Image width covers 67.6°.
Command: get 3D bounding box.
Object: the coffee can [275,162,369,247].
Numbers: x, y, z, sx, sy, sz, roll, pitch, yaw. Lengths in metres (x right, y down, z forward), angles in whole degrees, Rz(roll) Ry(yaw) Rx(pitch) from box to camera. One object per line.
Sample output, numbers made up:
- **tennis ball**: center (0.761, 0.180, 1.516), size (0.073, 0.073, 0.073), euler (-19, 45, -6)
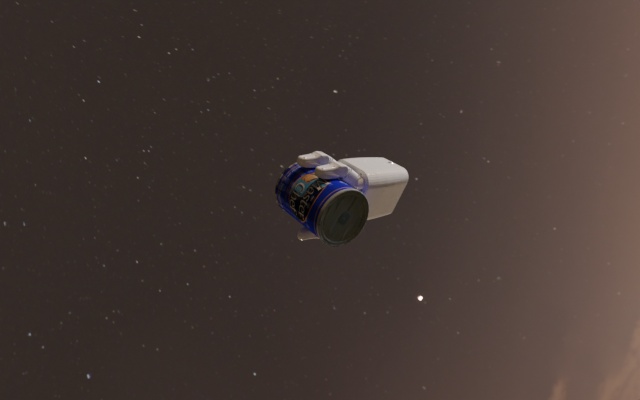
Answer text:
- **coffee can**: center (0.000, 0.003, 0.822), size (0.103, 0.103, 0.140), euler (0, 23, -38)
